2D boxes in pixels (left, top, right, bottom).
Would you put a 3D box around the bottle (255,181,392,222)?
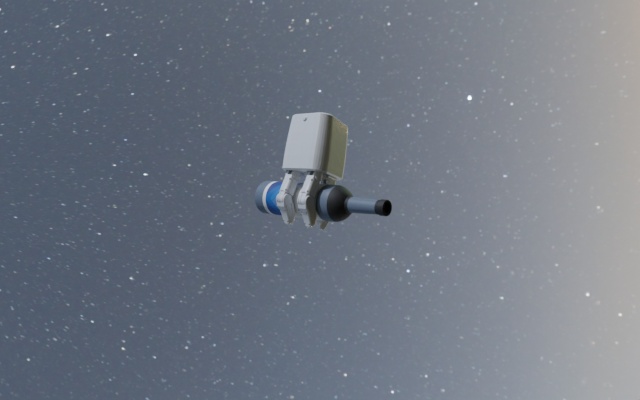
[{"bbox_3d":[0.000,0.003,0.876,0.295,0.069,0.069,5,3,42],"label":"bottle"}]
